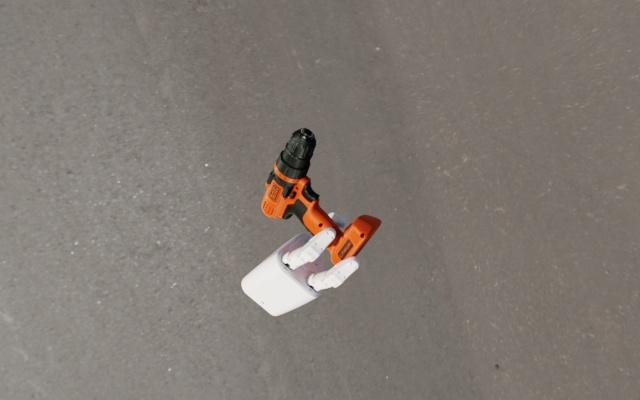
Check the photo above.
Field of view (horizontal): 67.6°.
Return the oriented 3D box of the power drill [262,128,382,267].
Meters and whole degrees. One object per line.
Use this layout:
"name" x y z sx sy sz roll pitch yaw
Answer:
"power drill" 0.000 0.003 0.735 0.057 0.187 0.184 -36 -18 -41
